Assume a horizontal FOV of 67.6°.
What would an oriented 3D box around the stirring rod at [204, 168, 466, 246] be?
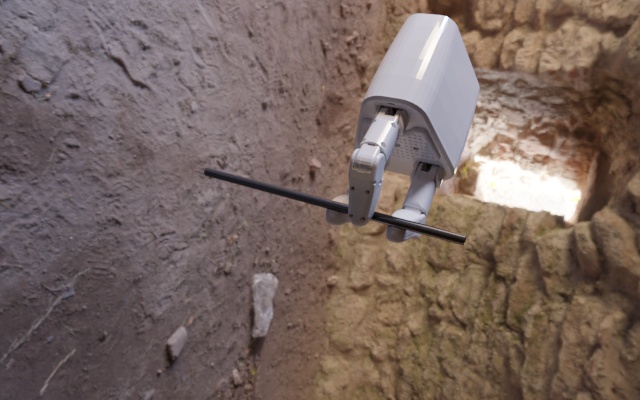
[{"bbox_3d":[0.000,0.001,0.401,0.239,0.011,0.011,15,6,23],"label":"stirring rod"}]
